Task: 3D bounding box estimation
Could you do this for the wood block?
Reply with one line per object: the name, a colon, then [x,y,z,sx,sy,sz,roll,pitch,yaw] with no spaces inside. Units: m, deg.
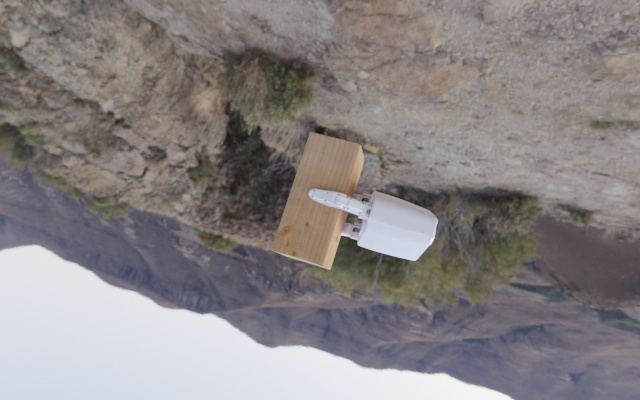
wood block: [0.000,0.003,0.808,0.090,0.206,0.091,16,-9,13]
